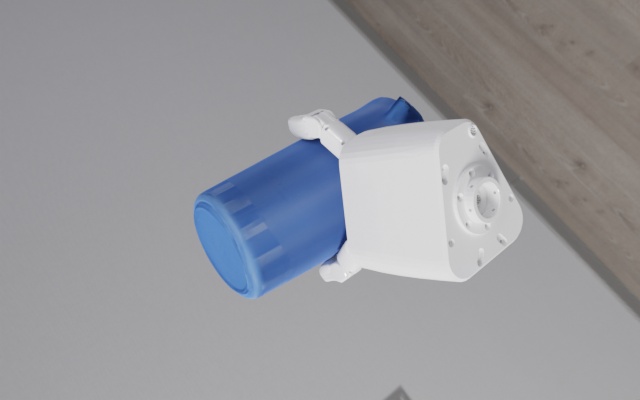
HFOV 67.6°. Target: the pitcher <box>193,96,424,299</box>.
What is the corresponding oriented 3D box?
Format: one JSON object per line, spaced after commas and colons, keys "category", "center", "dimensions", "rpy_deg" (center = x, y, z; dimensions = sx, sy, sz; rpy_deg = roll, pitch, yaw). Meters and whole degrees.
{"category": "pitcher", "center": [0.000, 0.002, 0.494], "dimensions": [0.242, 0.149, 0.145], "rpy_deg": [-29, 17, -30]}
